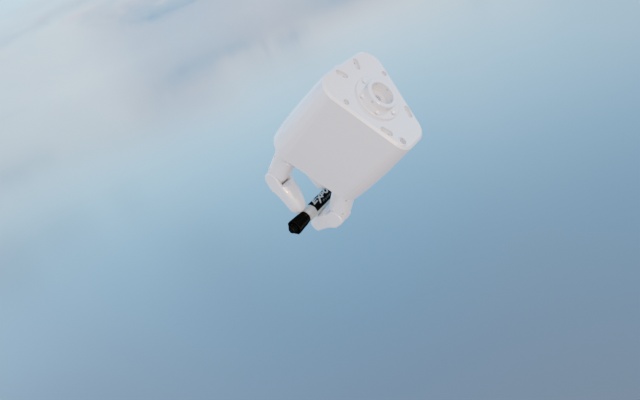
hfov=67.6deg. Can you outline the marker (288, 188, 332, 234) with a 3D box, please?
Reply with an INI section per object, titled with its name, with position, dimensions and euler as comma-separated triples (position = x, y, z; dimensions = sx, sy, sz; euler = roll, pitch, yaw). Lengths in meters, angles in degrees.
[marker]
position = 0.000, 0.002, 0.585
dimensions = 0.020, 0.020, 0.121
euler = 0, 33, 41
